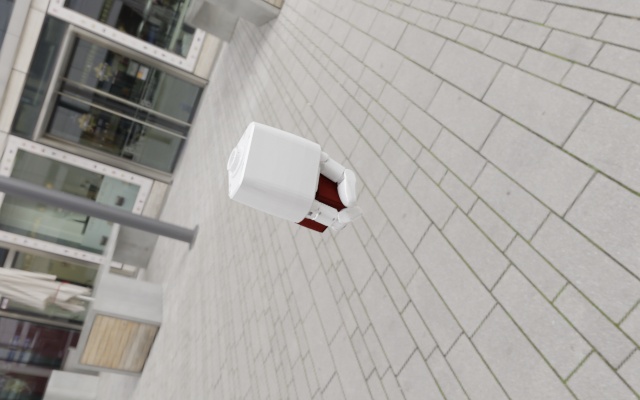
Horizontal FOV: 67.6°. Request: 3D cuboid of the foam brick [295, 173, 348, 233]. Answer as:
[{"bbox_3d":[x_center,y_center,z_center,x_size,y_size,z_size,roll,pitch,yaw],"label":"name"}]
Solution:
[{"bbox_3d":[0.000,0.003,0.723,0.051,0.053,0.078,19,-44,-23],"label":"foam brick"}]
